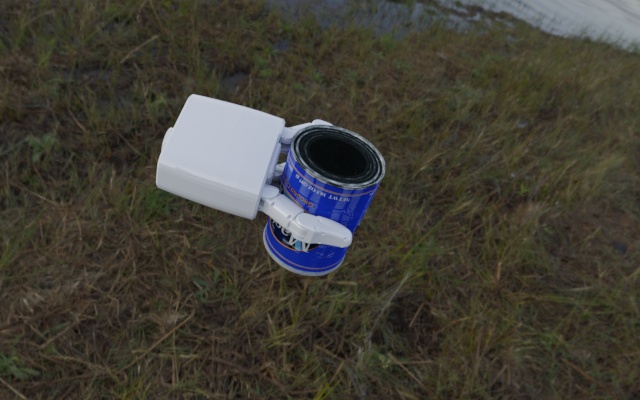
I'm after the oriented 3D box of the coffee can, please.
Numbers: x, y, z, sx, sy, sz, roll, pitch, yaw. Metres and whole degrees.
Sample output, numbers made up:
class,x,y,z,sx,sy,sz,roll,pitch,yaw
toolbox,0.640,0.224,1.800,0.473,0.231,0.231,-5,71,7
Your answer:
class,x,y,z,sx,sy,sz,roll,pitch,yaw
coffee can,0.000,0.002,0.536,0.103,0.140,0.102,12,41,-11
